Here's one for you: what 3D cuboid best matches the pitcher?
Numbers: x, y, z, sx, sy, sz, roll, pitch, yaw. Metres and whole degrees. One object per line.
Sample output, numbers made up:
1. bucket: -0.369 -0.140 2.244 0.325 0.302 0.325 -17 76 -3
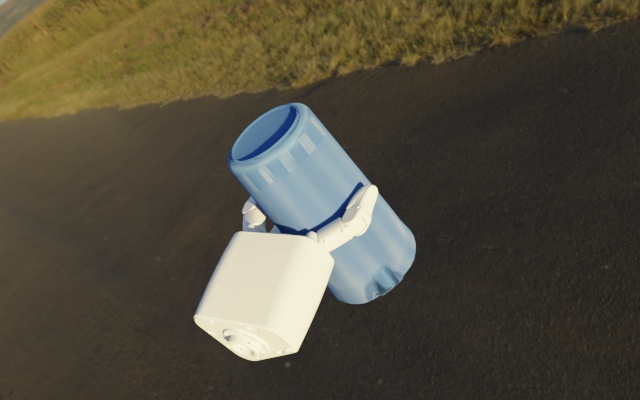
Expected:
1. pitcher: 0.000 0.002 0.581 0.149 0.145 0.243 -10 -47 37
